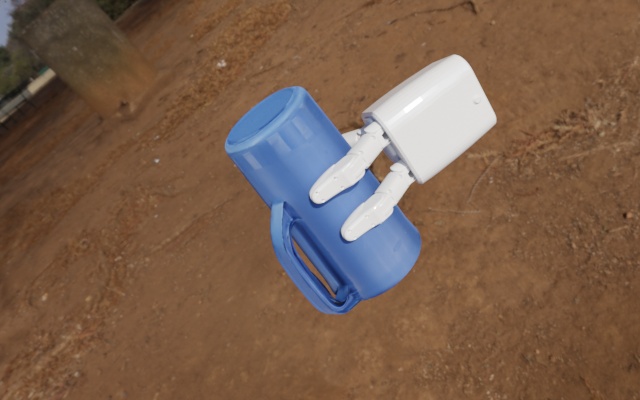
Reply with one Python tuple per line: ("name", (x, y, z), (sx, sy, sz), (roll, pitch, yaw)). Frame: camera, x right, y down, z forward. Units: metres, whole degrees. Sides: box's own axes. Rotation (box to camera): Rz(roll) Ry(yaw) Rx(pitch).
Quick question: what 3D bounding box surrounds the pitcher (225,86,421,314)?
("pitcher", (0.000, 0.002, 0.548), (0.145, 0.243, 0.149), (-36, 26, 5))
